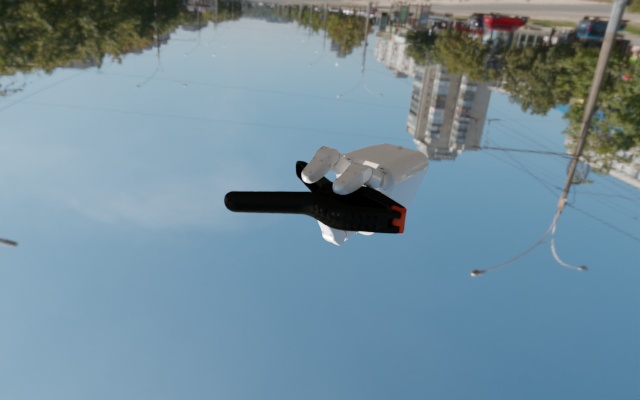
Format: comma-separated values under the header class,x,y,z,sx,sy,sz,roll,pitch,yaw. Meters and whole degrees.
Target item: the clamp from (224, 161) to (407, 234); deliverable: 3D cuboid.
class,x,y,z,sx,sy,sz,roll,pitch,yaw
clamp,0.001,0.003,0.582,0.210,0.036,0.164,20,30,34
